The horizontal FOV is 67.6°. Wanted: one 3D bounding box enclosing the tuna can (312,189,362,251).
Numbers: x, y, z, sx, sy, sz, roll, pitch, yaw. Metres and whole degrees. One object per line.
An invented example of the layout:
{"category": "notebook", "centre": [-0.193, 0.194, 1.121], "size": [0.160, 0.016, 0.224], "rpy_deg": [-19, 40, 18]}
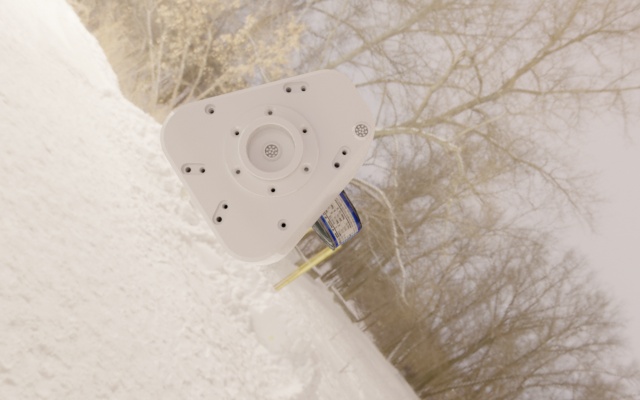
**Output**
{"category": "tuna can", "centre": [0.001, 0.001, 0.433], "size": [0.034, 0.086, 0.086], "rpy_deg": [-35, 5, -8]}
